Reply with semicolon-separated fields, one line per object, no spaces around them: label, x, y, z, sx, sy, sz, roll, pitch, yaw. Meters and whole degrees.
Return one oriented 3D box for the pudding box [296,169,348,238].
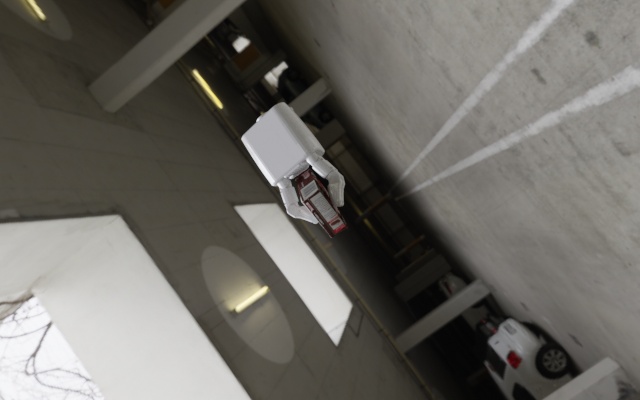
pudding box;0.000;0.003;0.843;0.039;0.090;0.113;-35;23;8
